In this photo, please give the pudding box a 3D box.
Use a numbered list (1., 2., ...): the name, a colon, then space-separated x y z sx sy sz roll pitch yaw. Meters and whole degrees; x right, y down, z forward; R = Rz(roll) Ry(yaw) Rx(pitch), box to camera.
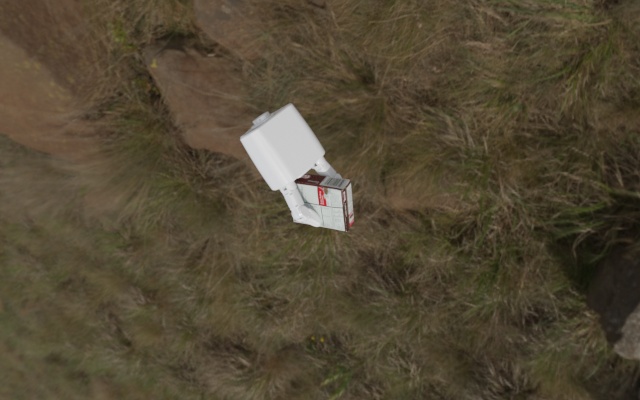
1. pudding box: 0.000 0.003 0.848 0.113 0.090 0.039 10 35 27
